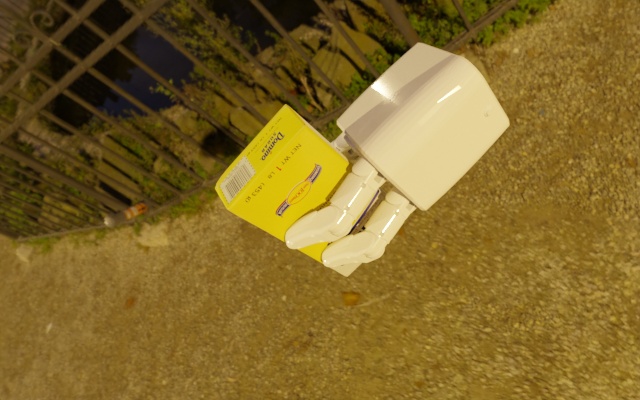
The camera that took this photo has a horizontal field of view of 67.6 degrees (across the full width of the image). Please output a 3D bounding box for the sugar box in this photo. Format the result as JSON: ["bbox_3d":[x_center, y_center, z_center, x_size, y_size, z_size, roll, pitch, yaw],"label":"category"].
[{"bbox_3d":[0.000,0.002,0.437,0.176,0.093,0.048,35,12,-42],"label":"sugar box"}]
